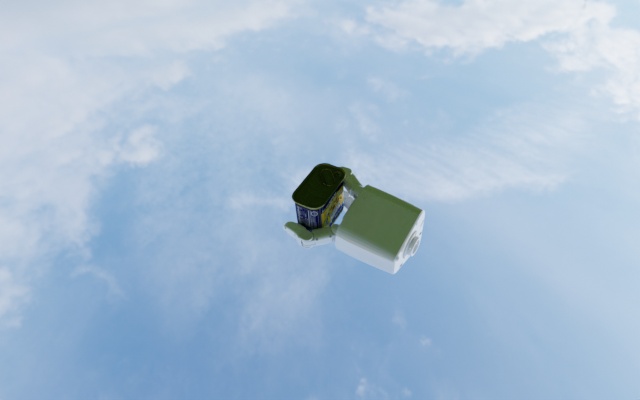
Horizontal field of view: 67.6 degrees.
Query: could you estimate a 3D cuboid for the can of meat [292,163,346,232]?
[{"bbox_3d":[0.000,0.003,0.795,0.057,0.084,0.102,21,52,22],"label":"can of meat"}]
